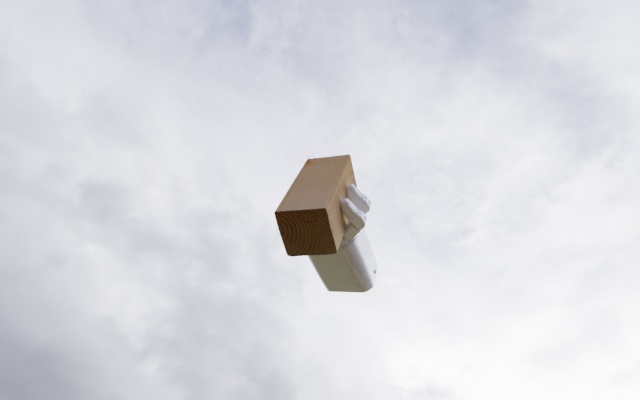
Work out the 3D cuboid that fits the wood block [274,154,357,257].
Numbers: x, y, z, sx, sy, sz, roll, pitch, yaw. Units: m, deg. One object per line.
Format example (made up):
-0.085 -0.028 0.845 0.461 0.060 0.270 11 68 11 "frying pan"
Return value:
0.000 0.003 0.854 0.091 0.090 0.206 -5 27 18 "wood block"
